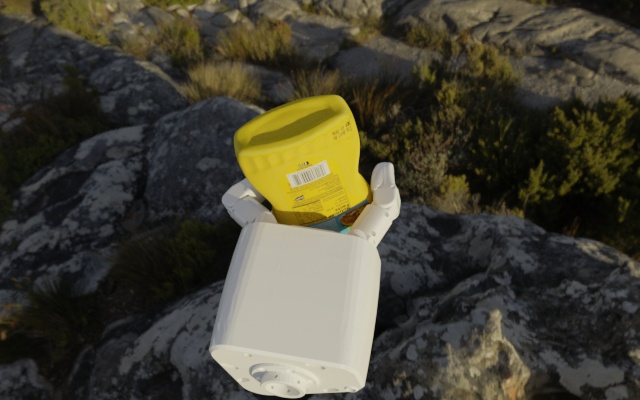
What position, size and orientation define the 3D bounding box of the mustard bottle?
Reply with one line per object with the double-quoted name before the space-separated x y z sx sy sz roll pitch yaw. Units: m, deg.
"mustard bottle" 0.000 0.001 0.434 0.096 0.058 0.192 -21 -44 0
